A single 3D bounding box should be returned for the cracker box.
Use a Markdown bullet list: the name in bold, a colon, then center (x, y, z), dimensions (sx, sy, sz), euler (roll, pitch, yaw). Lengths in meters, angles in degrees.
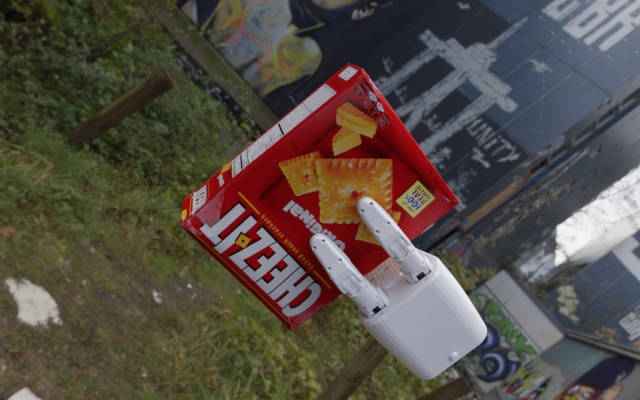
- **cracker box**: center (0.000, 0.001, 0.466), dimensions (0.214, 0.164, 0.072), euler (-39, 23, 5)
